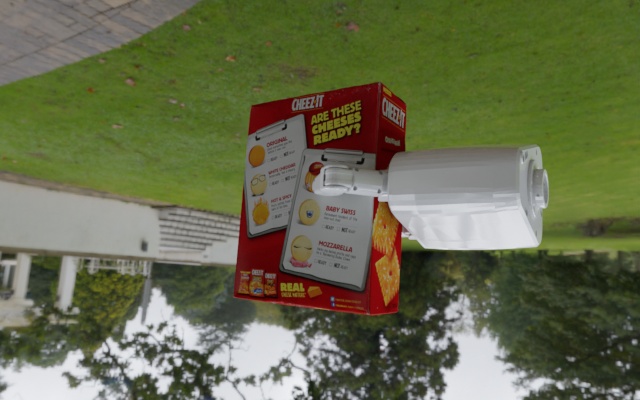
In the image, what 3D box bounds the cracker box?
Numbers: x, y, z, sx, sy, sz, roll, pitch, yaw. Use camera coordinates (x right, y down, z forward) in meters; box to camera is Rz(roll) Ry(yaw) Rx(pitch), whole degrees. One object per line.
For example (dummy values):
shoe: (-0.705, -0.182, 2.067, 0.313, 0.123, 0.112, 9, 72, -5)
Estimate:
cracker box: (0.000, 0.002, 0.496, 0.164, 0.213, 0.072, -2, -10, 34)
